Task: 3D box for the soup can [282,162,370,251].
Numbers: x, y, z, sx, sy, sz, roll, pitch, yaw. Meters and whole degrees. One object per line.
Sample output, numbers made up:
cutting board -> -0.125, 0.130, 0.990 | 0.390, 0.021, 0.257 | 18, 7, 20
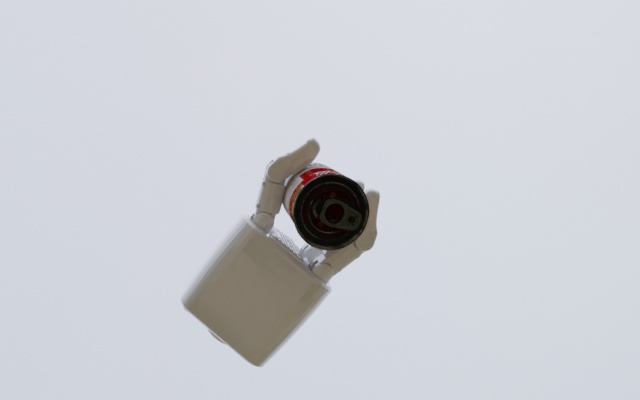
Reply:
soup can -> 0.000, 0.001, 0.459 | 0.068, 0.068, 0.102 | 0, 11, -11
